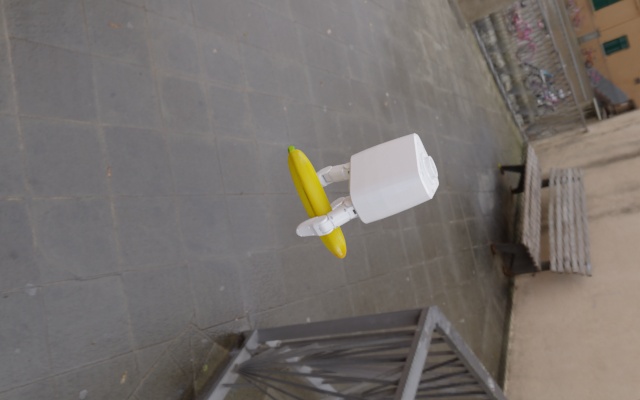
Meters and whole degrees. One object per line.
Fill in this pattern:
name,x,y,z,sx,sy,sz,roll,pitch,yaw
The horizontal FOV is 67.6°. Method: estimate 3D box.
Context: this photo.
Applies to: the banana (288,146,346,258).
banana,-0.005,0.001,0.734,0.037,0.198,0.069,-24,-2,13
